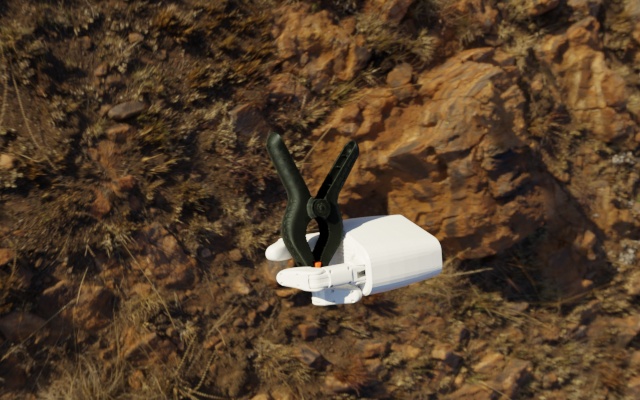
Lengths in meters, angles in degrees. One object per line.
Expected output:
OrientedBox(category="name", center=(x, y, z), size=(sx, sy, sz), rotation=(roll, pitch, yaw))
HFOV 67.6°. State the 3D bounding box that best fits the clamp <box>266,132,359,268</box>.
OrientedBox(category="clamp", center=(0.000, 0.002, 0.564), size=(0.120, 0.171, 0.039), rotation=(-8, 7, -24))
